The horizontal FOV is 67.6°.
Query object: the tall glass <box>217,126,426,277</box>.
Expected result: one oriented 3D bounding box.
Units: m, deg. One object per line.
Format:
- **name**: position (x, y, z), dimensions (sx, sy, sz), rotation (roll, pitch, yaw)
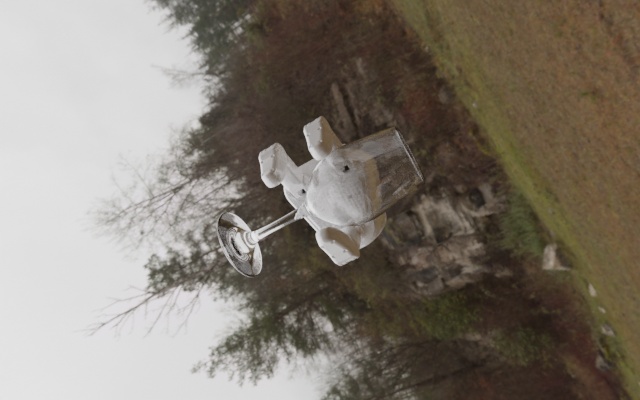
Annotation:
- **tall glass**: position (-0.001, 0.002, 0.473), dimensions (0.201, 0.079, 0.079), rotation (-28, -8, 16)
